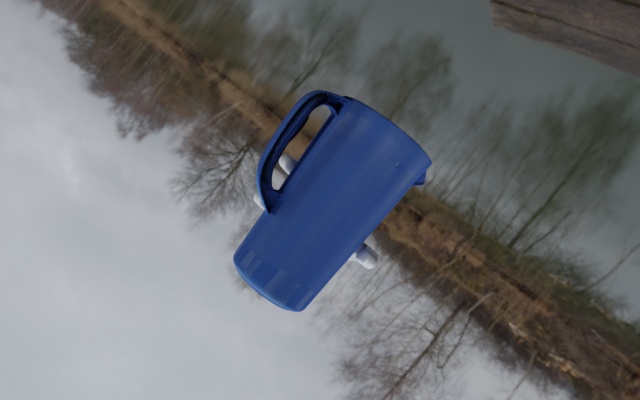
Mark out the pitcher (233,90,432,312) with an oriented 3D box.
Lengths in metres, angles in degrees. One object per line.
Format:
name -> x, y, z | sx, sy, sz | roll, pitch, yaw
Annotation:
pitcher -> 0.000, 0.002, 0.565 | 0.149, 0.243, 0.145 | 38, 1, 18
